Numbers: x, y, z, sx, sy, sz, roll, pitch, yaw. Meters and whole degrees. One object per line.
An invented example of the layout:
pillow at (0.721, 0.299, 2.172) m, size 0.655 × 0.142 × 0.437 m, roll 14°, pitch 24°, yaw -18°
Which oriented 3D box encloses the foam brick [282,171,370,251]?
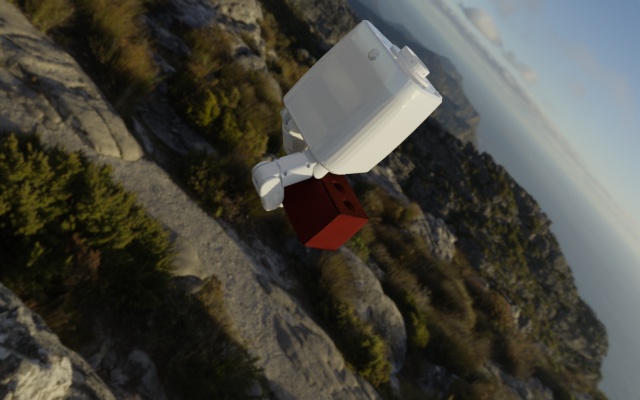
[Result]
foam brick at (0.000, 0.002, 0.463) m, size 0.051 × 0.078 × 0.053 m, roll -41°, pitch -29°, yaw 23°
